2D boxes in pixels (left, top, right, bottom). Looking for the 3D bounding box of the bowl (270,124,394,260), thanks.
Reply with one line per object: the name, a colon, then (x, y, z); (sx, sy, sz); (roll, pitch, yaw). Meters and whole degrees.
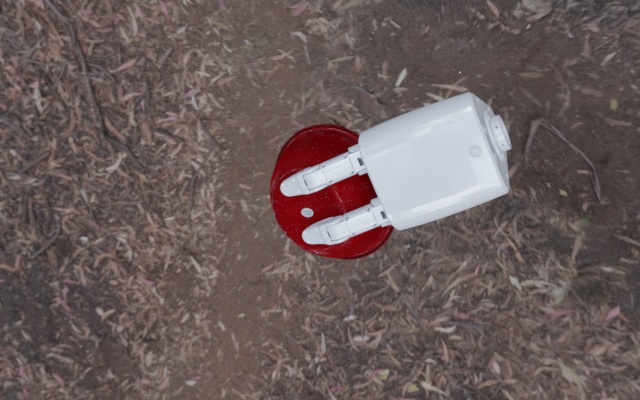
bowl: (-0.001, 0.002, 0.521); (0.162, 0.162, 0.055); (0, 20, 34)
